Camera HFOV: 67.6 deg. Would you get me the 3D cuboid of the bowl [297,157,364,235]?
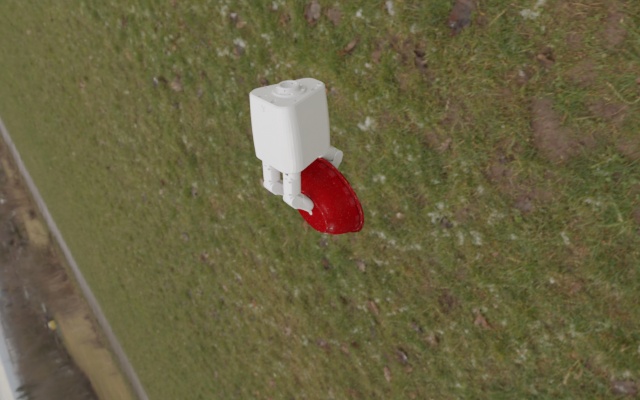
[{"bbox_3d":[0.000,0.004,0.819,0.055,0.162,0.162,-37,16,-22],"label":"bowl"}]
